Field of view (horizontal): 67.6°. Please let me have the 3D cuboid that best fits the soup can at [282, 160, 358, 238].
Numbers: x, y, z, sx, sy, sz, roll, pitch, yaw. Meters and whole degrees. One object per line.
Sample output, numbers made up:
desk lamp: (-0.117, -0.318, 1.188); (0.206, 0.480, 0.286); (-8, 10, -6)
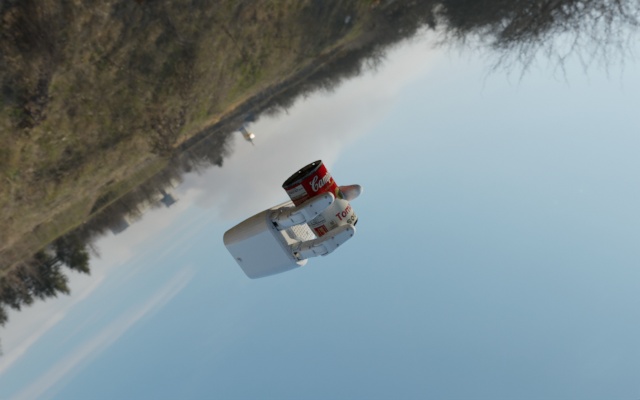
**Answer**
soup can: (0.001, 0.002, 0.685); (0.068, 0.102, 0.068); (-31, 14, 9)
